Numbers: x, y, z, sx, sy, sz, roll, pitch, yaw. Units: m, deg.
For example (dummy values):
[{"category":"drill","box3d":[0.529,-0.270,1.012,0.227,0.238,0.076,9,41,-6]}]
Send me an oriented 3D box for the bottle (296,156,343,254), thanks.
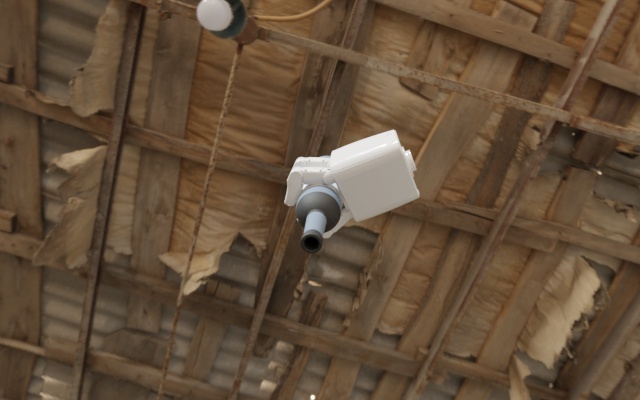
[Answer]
[{"category":"bottle","box3d":[0.000,0.002,0.726,0.069,0.069,0.295,0,20,5]}]
